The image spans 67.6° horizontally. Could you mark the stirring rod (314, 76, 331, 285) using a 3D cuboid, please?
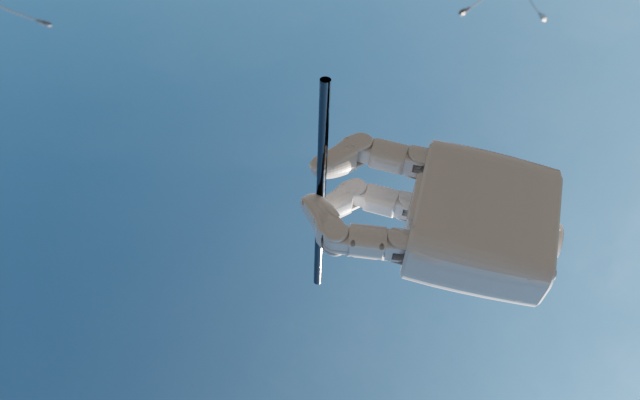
[{"bbox_3d":[0.000,0.001,0.408,0.011,0.011,0.240,0,-43,-2],"label":"stirring rod"}]
